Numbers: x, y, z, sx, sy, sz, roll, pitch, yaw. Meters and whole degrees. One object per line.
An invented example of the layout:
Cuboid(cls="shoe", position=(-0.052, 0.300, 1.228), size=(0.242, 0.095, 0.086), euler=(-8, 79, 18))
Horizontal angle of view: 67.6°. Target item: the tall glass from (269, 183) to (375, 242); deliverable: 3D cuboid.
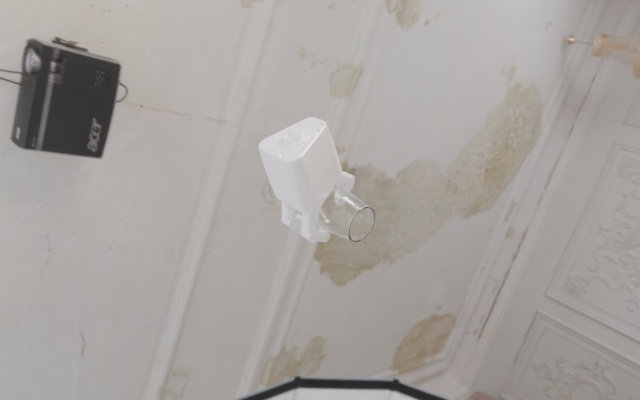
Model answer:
Cuboid(cls="tall glass", position=(0.000, 0.003, 0.829), size=(0.079, 0.079, 0.201), euler=(0, 22, -47))
